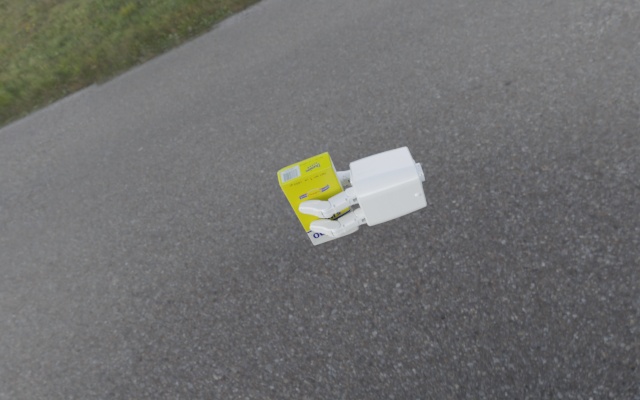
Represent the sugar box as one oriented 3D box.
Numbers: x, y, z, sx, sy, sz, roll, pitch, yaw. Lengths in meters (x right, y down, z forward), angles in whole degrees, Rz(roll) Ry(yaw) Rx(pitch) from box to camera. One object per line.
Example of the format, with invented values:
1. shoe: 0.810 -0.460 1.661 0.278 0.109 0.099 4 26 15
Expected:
1. sugar box: 0.000 0.003 0.841 0.093 0.048 0.176 -20 -46 7
